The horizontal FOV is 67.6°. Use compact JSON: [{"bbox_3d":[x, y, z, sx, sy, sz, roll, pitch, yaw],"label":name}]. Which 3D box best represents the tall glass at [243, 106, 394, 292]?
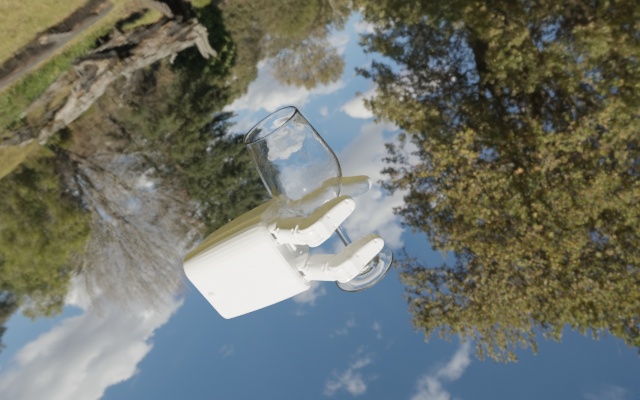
[{"bbox_3d":[0.001,0.002,0.502,0.079,0.201,0.079,-26,27,14],"label":"tall glass"}]
